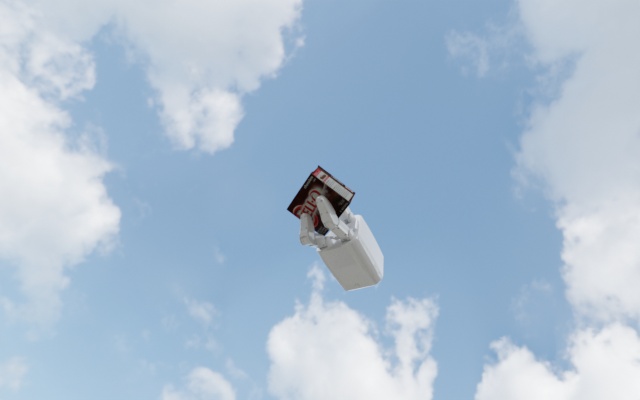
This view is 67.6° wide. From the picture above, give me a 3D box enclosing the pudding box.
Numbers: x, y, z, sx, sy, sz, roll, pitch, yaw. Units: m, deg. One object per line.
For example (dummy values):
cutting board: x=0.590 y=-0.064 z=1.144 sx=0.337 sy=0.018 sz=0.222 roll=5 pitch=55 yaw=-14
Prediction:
pudding box: x=0.000 y=0.003 z=0.888 sx=0.090 sy=0.113 sz=0.039 roll=36 pitch=39 yaw=0
